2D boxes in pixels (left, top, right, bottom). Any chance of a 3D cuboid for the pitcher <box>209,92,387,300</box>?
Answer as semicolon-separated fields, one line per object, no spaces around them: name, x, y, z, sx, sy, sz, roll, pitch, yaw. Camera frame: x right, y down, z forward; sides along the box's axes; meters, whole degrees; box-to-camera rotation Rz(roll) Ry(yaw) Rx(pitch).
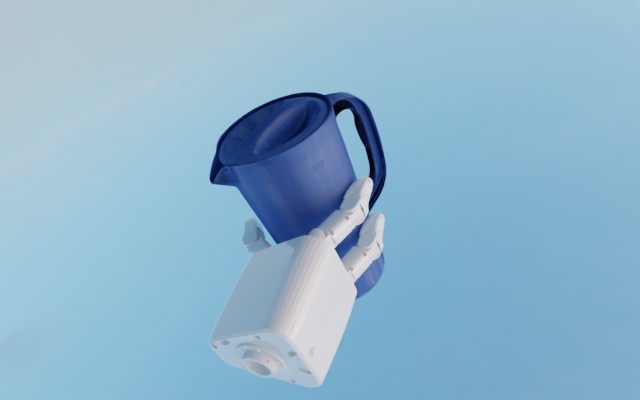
pitcher;0.000;0.002;0.560;0.149;0.243;0.145;-6;40;27
